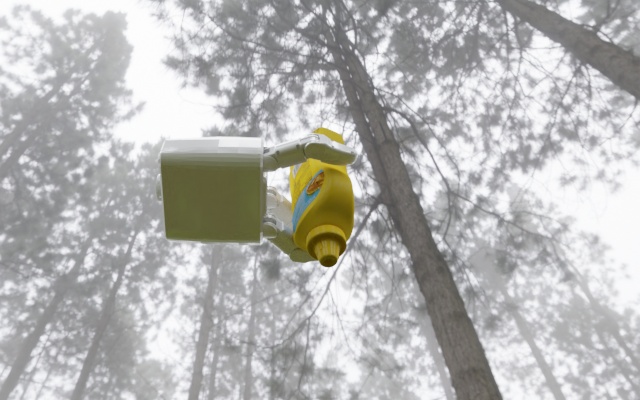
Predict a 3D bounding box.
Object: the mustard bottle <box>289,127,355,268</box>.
[{"bbox_3d":[0.000,0.002,0.539,0.058,0.096,0.191,21,32,-20],"label":"mustard bottle"}]
